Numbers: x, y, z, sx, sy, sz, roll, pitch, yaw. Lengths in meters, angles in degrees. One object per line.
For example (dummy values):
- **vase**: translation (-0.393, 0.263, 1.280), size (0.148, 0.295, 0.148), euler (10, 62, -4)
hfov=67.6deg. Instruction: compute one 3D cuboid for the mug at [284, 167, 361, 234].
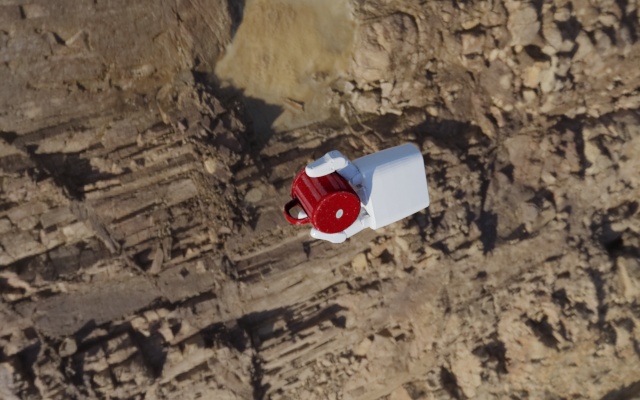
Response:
- **mug**: translation (-0.001, 0.003, 0.736), size (0.117, 0.093, 0.081), euler (-22, 40, -12)
